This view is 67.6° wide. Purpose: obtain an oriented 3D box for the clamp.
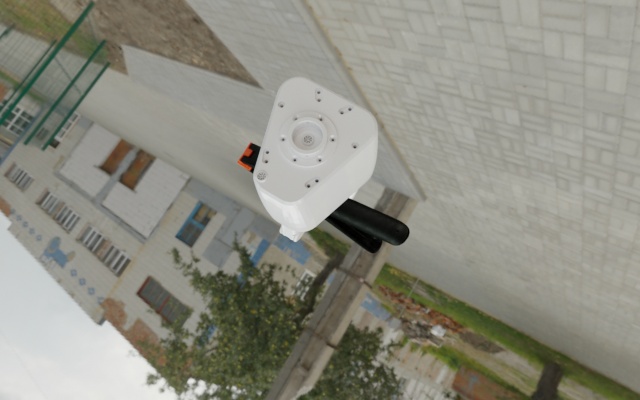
[{"bbox_3d":[-0.001,0.002,0.561,0.210,0.036,0.164,30,-11,9],"label":"clamp"}]
